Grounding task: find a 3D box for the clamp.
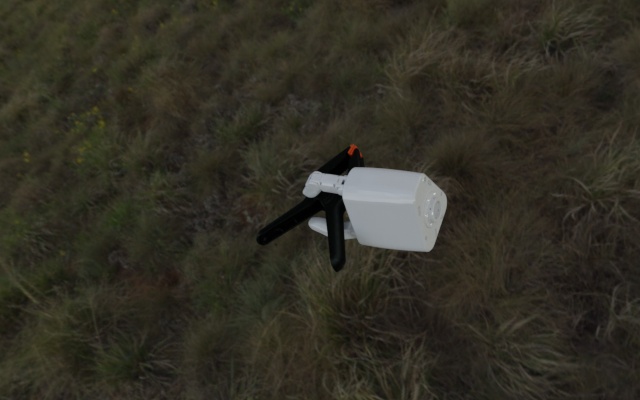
[{"bbox_3d":[0.000,0.002,0.731,0.164,0.210,0.036,7,-31,34],"label":"clamp"}]
